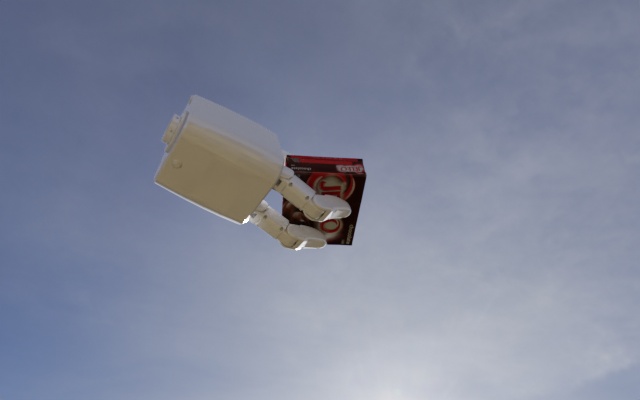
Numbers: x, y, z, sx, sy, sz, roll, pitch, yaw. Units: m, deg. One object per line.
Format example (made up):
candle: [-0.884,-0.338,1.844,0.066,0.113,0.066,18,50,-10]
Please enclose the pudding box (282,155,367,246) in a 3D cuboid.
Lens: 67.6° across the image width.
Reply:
pudding box: [0.000,0.002,0.560,0.090,0.114,0.039,3,42,-6]
